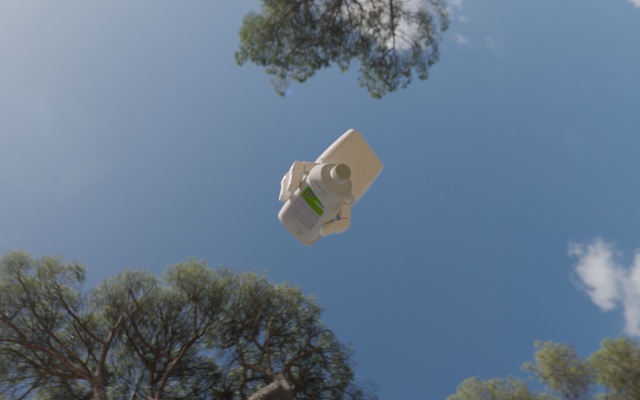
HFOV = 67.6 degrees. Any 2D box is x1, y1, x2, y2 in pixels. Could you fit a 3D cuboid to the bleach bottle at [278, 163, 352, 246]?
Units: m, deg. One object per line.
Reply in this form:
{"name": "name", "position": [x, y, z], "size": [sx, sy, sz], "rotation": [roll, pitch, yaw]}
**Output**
{"name": "bleach bottle", "position": [0.000, 0.003, 0.884], "size": [0.068, 0.102, 0.251], "rotation": [-46, 0, -29]}
